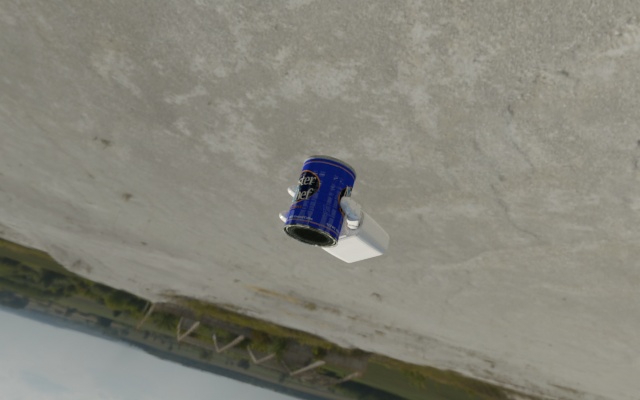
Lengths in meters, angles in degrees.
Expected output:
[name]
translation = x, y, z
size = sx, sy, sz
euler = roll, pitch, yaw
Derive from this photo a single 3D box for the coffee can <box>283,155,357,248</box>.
[coffee can]
translation = 0.000, 0.003, 0.874
size = 0.103, 0.140, 0.103
euler = 15, -21, 6
